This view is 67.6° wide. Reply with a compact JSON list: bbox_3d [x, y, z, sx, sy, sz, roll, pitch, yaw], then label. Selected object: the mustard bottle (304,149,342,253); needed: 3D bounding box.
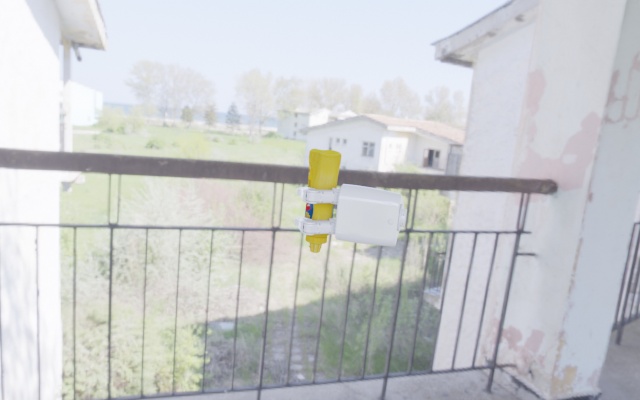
[{"bbox_3d":[0.000,0.003,0.883,0.058,0.191,0.096,4,10,-11],"label":"mustard bottle"}]
